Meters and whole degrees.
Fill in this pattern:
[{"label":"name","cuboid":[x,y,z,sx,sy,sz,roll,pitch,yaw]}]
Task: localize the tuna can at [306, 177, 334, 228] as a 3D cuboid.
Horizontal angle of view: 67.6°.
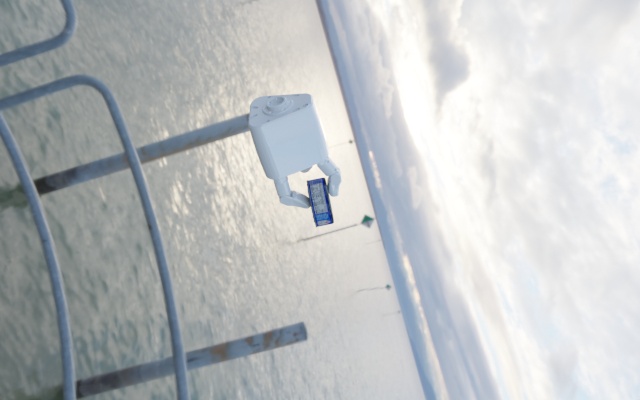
[{"label":"tuna can","cuboid":[0.001,0.003,0.844,0.034,0.086,0.086,-11,-1,2]}]
